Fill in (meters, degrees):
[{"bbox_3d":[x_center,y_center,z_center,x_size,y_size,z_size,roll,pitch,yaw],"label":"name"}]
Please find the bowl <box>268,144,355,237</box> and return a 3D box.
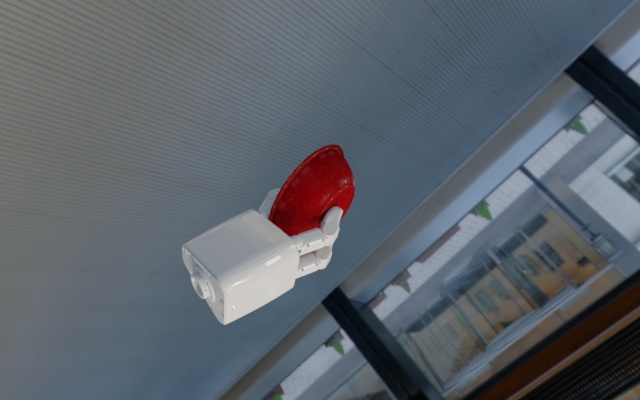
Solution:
[{"bbox_3d":[0.001,0.002,0.682,0.055,0.162,0.162,37,14,20],"label":"bowl"}]
